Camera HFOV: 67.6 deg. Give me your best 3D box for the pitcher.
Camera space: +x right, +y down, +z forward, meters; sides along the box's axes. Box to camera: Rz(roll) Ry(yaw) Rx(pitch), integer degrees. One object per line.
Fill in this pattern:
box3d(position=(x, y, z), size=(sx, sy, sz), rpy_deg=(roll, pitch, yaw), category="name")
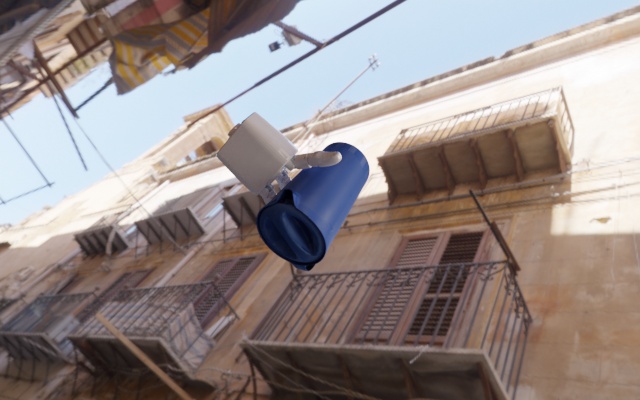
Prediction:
box3d(position=(0.000, 0.003, 0.881), size=(0.149, 0.145, 0.242), rpy_deg=(-41, 8, 46), category="pitcher")
